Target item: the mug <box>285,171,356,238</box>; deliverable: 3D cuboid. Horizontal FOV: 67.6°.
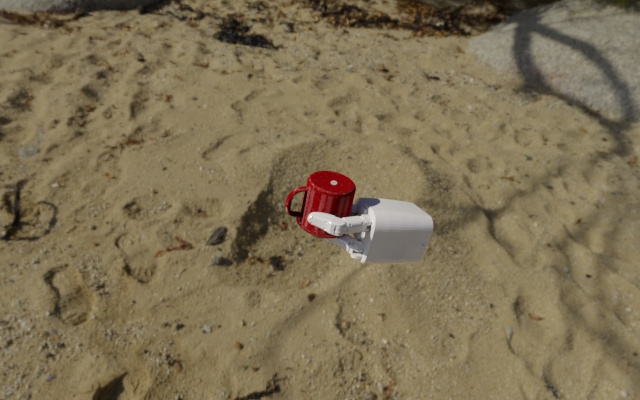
[{"bbox_3d":[-0.001,0.002,0.785,0.117,0.081,0.093,3,31,-16],"label":"mug"}]
